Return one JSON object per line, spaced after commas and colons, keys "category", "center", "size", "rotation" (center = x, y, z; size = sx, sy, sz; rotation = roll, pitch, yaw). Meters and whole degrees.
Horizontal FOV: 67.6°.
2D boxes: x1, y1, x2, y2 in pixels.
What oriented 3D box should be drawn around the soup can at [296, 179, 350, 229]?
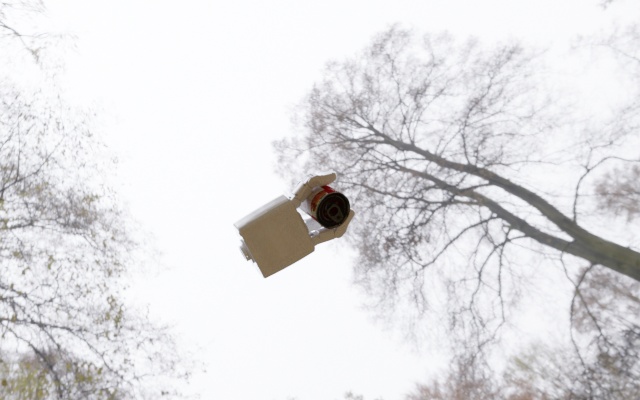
{"category": "soup can", "center": [0.000, 0.002, 0.874], "size": [0.068, 0.068, 0.102], "rotation": [0, 18, -29]}
